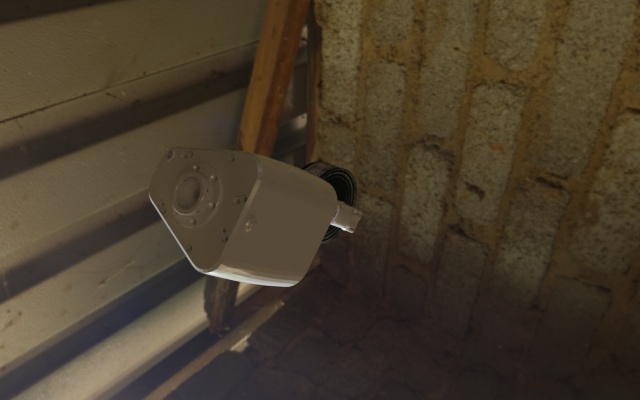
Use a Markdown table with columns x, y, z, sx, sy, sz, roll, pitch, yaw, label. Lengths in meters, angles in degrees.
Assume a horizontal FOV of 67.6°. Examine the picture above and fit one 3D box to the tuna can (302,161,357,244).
| x | y | z | sx | sy | sz | roll | pitch | yaw | label |
| --- | --- | --- | --- | --- | --- | --- | --- | --- | --- |
| 0.000 | 0.002 | 0.516 | 0.033 | 0.086 | 0.086 | 24 | 15 | 36 | tuna can |
